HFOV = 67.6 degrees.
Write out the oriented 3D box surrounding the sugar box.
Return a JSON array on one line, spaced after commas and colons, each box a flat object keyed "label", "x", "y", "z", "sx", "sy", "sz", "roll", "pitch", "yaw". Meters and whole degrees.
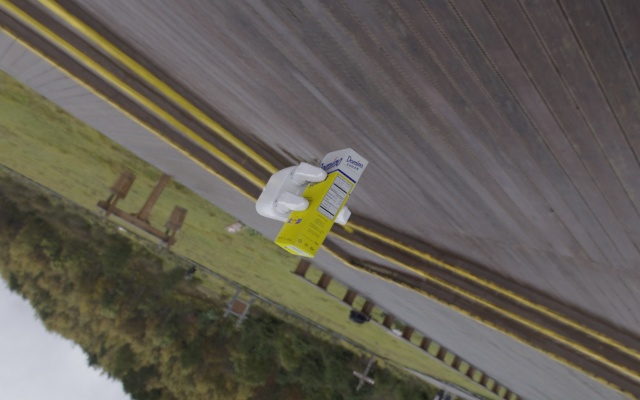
[{"label": "sugar box", "x": 0.000, "y": 0.002, "z": 0.754, "sx": 0.048, "sy": 0.176, "sz": 0.093, "roll": 33, "pitch": -14, "yaw": -20}]
